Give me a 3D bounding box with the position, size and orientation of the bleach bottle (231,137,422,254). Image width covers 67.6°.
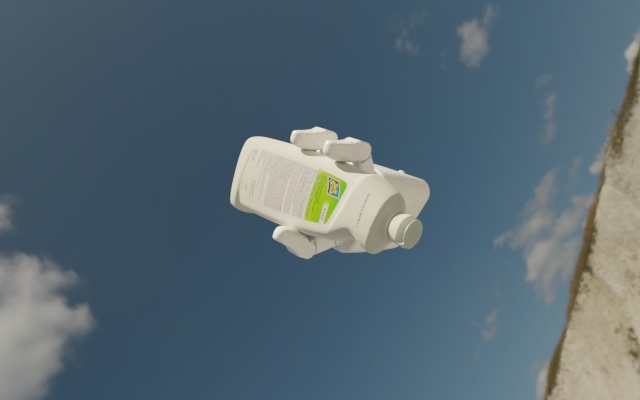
[{"bbox_3d":[0.000,0.002,0.531,0.068,0.102,0.250,4,15,-46],"label":"bleach bottle"}]
